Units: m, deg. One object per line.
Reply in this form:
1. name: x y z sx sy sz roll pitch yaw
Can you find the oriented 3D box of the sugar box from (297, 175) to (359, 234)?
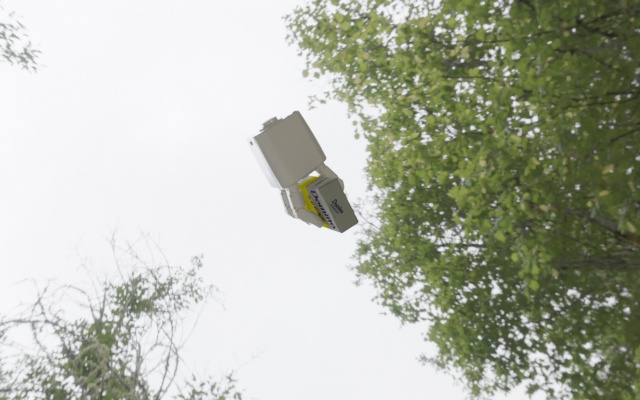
1. sugar box: 0.000 0.003 0.893 0.048 0.093 0.176 -31 14 -14
